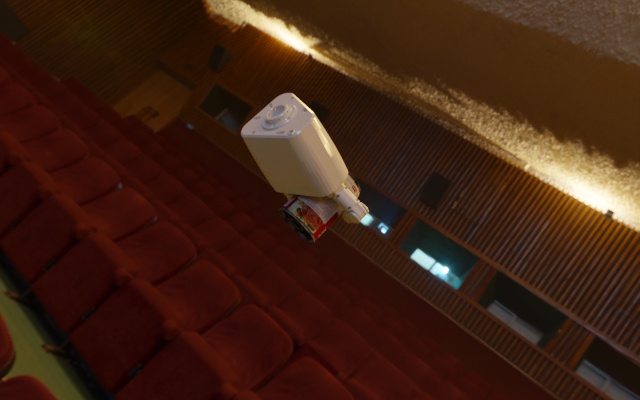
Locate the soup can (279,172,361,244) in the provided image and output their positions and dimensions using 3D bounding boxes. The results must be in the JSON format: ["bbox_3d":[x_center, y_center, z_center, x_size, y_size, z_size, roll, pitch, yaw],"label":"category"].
[{"bbox_3d":[0.001,0.002,0.683,0.102,0.068,0.068,-45,16,-17],"label":"soup can"}]
